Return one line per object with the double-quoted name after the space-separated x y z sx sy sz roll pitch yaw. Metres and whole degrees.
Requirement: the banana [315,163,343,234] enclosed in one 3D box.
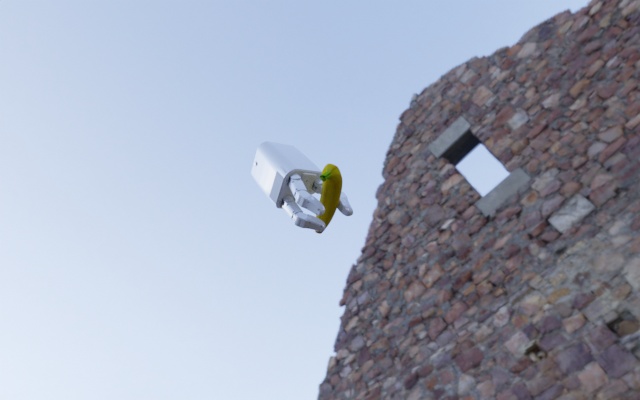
0.012 -0.011 0.900 0.037 0.069 0.198 35 -28 20 "banana"
